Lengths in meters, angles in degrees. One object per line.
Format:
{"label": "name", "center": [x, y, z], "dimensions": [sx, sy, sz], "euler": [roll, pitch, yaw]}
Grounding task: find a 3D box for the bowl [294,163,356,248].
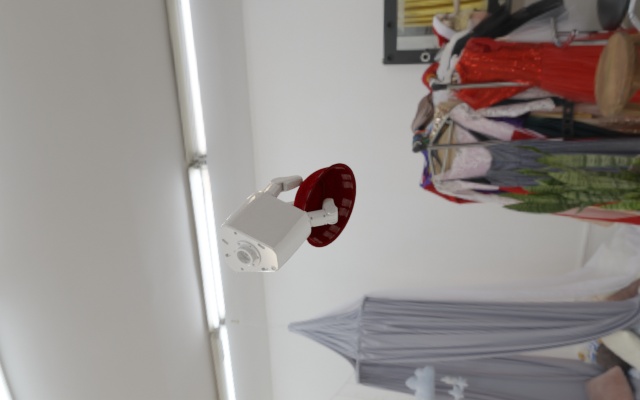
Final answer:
{"label": "bowl", "center": [0.001, 0.002, 0.887], "dimensions": [0.055, 0.162, 0.162], "euler": [20, 11, 34]}
